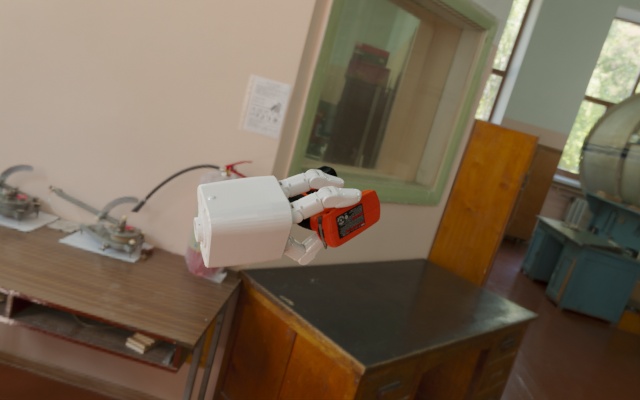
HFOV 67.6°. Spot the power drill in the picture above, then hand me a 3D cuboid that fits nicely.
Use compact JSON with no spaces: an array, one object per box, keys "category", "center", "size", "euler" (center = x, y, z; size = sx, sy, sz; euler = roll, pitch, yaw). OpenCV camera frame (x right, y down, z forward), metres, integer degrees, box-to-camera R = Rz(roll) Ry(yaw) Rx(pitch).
[{"category":"power drill","center":[0.000,0.003,0.738],"size":[0.184,0.057,0.187],"euler":[-30,28,-32]}]
